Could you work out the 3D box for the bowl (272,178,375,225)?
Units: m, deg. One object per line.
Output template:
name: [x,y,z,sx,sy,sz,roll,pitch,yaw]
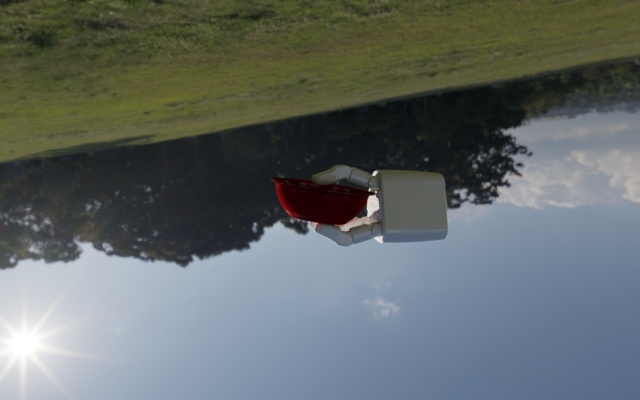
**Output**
bowl: [-0.001,0.003,0.744,0.162,0.055,0.162,9,5,-1]
